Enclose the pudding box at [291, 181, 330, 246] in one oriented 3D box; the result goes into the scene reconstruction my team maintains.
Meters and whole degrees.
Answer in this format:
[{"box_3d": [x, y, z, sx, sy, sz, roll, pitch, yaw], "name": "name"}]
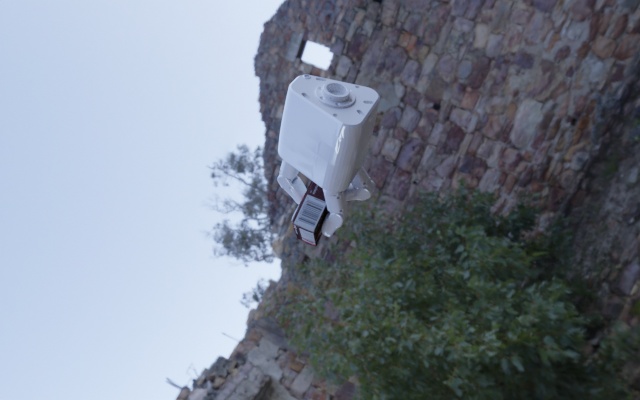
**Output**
[{"box_3d": [0.000, 0.002, 0.697, 0.039, 0.113, 0.090, 25, -15, 10], "name": "pudding box"}]
